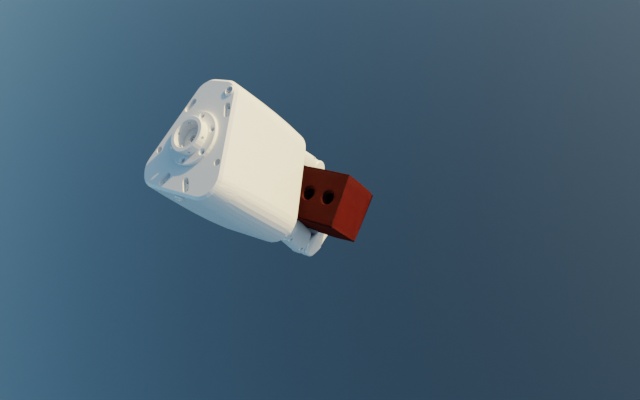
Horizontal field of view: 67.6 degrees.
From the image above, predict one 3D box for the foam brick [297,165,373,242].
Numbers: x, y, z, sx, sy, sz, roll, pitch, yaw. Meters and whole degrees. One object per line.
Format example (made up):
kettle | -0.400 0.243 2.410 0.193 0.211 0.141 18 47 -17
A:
foam brick | 0.000 0.002 0.467 0.078 0.053 0.051 13 -14 34
